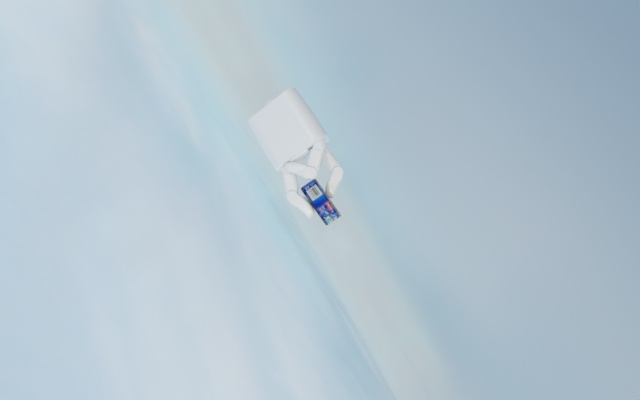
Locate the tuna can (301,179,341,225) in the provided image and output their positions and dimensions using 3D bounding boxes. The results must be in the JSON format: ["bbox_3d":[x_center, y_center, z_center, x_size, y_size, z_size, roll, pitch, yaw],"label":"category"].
[{"bbox_3d":[0.000,0.003,0.876,0.034,0.086,0.086,-35,0,-1],"label":"tuna can"}]
